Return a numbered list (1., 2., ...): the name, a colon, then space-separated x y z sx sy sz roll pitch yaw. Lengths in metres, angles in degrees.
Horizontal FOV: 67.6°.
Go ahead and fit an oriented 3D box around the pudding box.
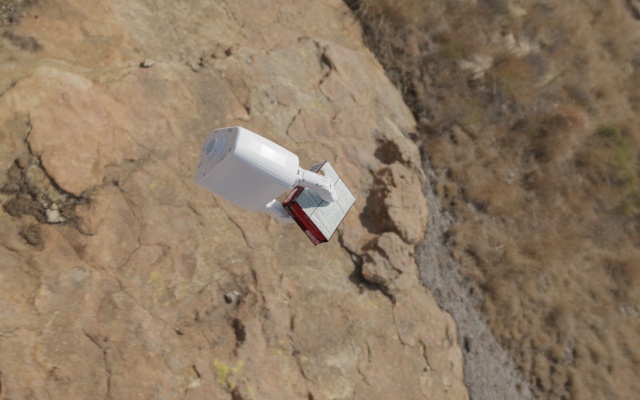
1. pudding box: 0.000 0.002 0.772 0.039 0.090 0.113 -17 27 46
